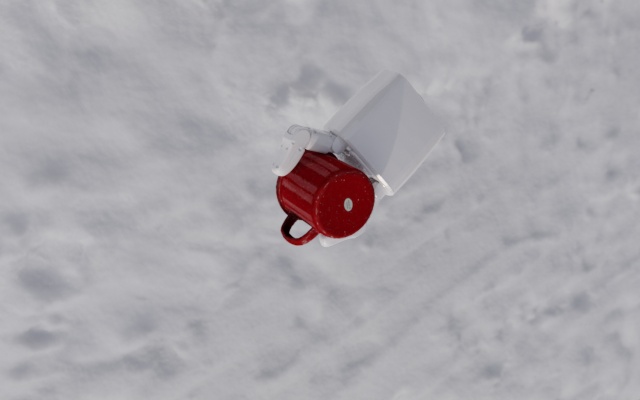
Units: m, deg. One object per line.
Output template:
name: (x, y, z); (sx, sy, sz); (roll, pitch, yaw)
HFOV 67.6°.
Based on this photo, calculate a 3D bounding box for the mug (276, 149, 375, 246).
mug: (-0.001, 0.003, 0.543); (0.093, 0.117, 0.081); (46, -8, -35)
